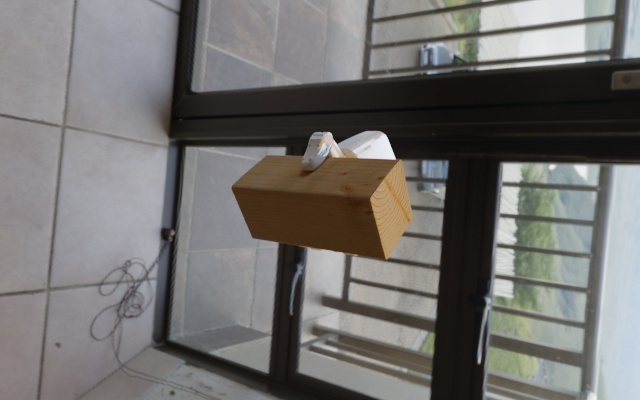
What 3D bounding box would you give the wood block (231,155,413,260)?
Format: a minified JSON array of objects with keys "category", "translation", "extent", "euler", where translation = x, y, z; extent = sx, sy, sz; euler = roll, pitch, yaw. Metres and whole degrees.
[{"category":"wood block","translation":[0.000,0.002,0.616],"extent":[0.206,0.091,0.090],"euler":[5,36,33]}]
